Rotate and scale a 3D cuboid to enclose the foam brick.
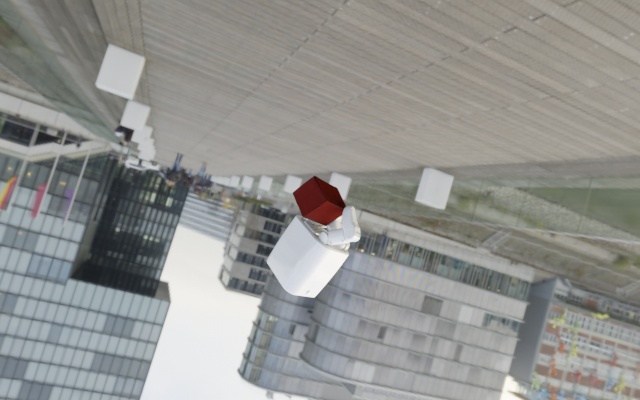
[{"bbox_3d":[0.000,0.002,0.804,0.051,0.053,0.078,-34,-30,19],"label":"foam brick"}]
